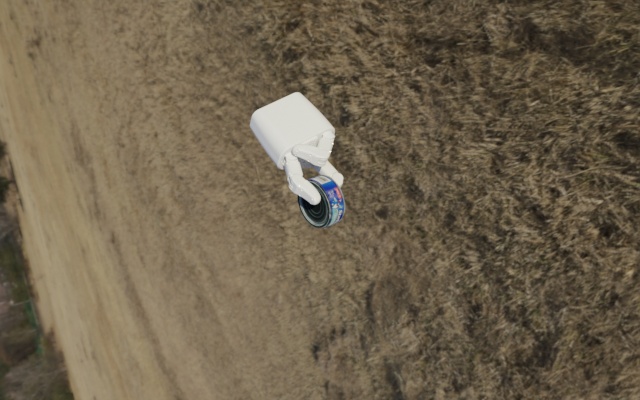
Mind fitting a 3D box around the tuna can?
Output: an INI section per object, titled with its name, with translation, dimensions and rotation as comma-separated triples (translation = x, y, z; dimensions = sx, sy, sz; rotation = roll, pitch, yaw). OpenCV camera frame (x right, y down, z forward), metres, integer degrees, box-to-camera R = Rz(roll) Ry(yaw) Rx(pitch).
[tuna can]
translation = 0.000, 0.003, 0.793
dimensions = 0.033, 0.086, 0.086
rotation = -21, 13, -37
